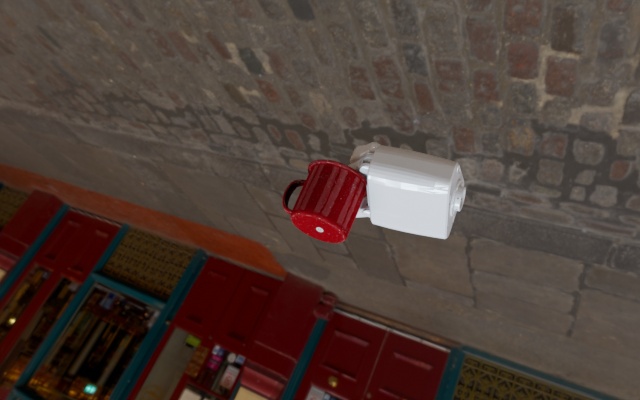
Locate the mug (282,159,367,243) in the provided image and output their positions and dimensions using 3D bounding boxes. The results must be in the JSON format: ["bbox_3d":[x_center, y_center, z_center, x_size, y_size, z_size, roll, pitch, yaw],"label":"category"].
[{"bbox_3d":[-0.001,0.002,0.648,0.117,0.081,0.093,12,-26,25],"label":"mug"}]
